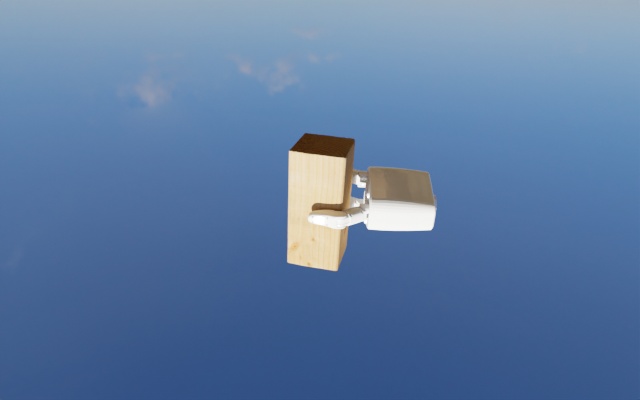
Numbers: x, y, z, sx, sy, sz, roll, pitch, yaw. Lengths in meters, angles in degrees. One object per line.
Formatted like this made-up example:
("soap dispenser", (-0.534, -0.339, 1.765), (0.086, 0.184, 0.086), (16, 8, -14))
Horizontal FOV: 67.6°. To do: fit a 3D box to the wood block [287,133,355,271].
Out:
("wood block", (0.000, 0.003, 0.800), (0.090, 0.206, 0.090), (8, 28, 11))
